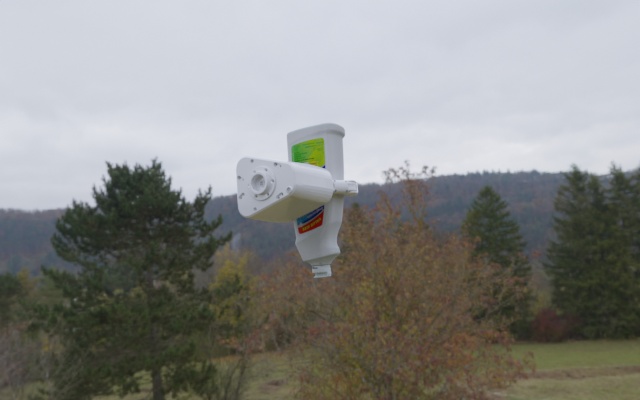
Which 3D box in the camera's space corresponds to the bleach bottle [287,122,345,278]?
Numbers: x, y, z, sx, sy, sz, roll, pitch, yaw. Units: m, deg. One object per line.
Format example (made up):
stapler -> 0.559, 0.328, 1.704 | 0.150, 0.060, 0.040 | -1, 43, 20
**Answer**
bleach bottle -> 0.000, 0.003, 0.808 | 0.102, 0.251, 0.068 | -9, -8, 28
